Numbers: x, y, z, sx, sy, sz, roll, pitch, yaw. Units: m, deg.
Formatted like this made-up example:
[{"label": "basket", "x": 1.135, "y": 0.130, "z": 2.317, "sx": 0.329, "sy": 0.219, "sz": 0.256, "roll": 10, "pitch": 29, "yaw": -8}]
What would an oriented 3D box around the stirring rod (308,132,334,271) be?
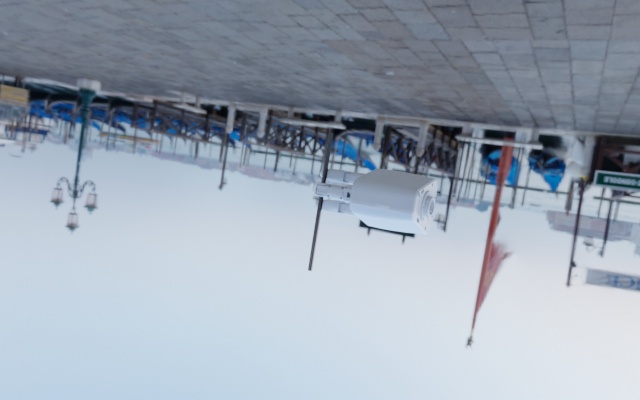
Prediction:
[{"label": "stirring rod", "x": 0.000, "y": 0.003, "z": 0.824, "sx": 0.011, "sy": 0.239, "sz": 0.011, "roll": 9, "pitch": 3, "yaw": 0}]
